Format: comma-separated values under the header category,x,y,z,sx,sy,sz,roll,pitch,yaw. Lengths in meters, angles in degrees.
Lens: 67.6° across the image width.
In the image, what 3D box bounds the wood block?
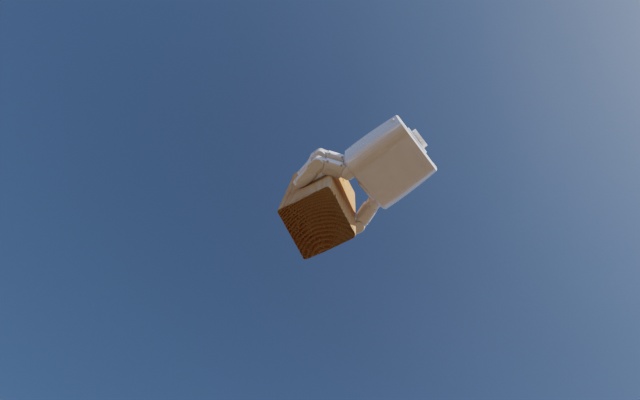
category,x,y,z,sx,sy,sz,roll,pitch,yaw
wood block,0.001,0.003,0.795,0.090,0.091,0.206,-26,14,12
